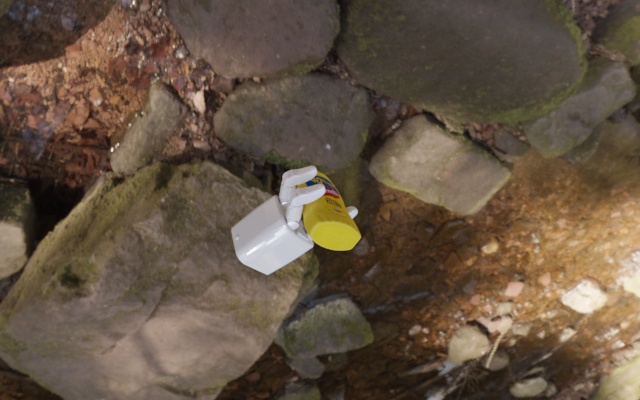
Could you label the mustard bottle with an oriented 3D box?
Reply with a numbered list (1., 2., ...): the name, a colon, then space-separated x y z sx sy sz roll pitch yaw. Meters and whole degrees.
1. mustard bottle: 0.000 0.003 0.847 0.096 0.058 0.191 19 29 -31
